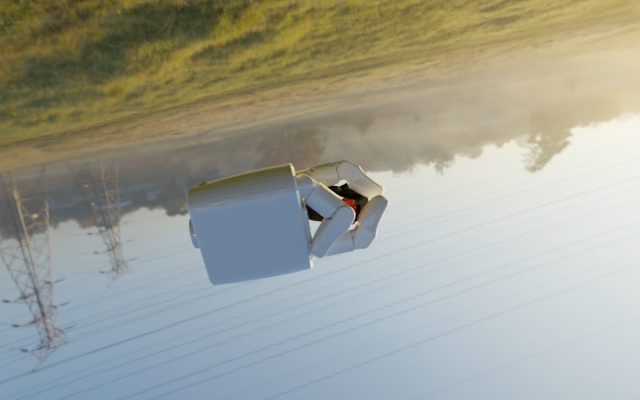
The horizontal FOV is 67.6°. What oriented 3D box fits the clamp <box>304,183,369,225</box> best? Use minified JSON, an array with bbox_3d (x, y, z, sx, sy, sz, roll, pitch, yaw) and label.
[{"bbox_3d":[0.000,0.002,0.576,0.120,0.039,0.171,-12,7,-3],"label":"clamp"}]
